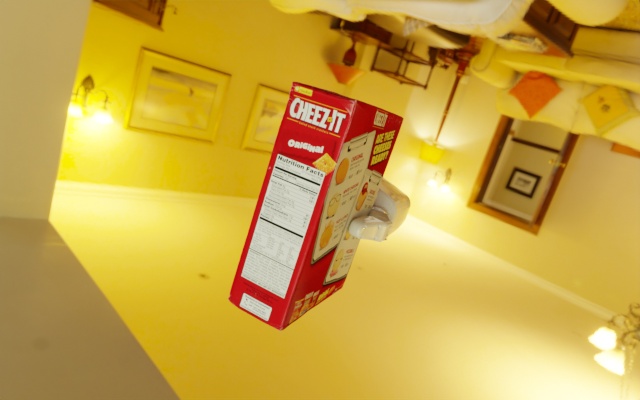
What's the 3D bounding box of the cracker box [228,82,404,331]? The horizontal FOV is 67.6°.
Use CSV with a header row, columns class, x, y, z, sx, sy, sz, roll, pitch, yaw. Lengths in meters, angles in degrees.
class,x,y,z,sx,sy,sz,roll,pitch,yaw
cracker box,0.000,0.002,0.485,0.072,0.214,0.164,22,12,20
